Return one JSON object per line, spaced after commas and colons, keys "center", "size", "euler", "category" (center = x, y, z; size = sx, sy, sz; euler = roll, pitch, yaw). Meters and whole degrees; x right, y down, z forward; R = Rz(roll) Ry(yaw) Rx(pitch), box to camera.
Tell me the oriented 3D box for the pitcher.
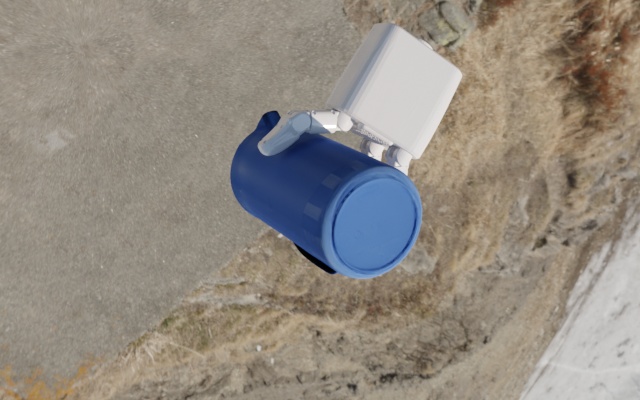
{"center": [0.000, 0.002, 0.527], "size": [0.149, 0.145, 0.242], "euler": [30, 0, -30], "category": "pitcher"}
